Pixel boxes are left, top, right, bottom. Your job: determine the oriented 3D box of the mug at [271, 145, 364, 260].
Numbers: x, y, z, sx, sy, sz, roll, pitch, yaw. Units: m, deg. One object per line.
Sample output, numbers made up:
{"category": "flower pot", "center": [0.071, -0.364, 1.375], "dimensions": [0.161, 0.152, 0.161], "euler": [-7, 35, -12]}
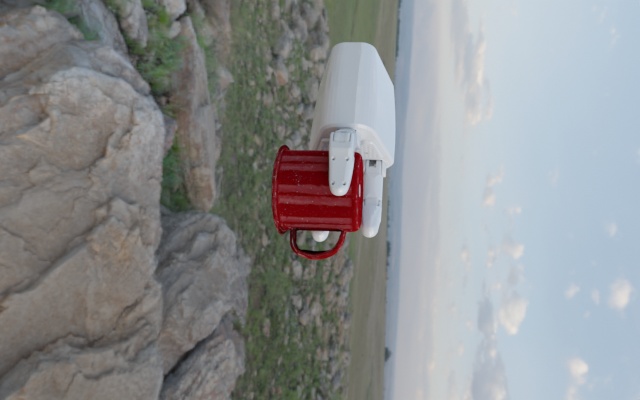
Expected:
{"category": "mug", "center": [0.000, 0.003, 0.483], "dimensions": [0.081, 0.117, 0.093], "euler": [2, -18, 9]}
